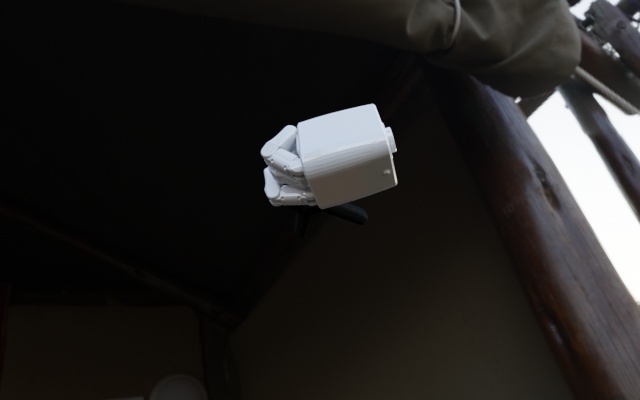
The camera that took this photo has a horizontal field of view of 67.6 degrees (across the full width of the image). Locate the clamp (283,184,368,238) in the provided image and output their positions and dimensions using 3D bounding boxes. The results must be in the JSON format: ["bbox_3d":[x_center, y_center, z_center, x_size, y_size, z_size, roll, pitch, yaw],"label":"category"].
[{"bbox_3d":[0.000,0.002,0.703,0.120,0.039,0.172,-14,-32,8],"label":"clamp"}]
